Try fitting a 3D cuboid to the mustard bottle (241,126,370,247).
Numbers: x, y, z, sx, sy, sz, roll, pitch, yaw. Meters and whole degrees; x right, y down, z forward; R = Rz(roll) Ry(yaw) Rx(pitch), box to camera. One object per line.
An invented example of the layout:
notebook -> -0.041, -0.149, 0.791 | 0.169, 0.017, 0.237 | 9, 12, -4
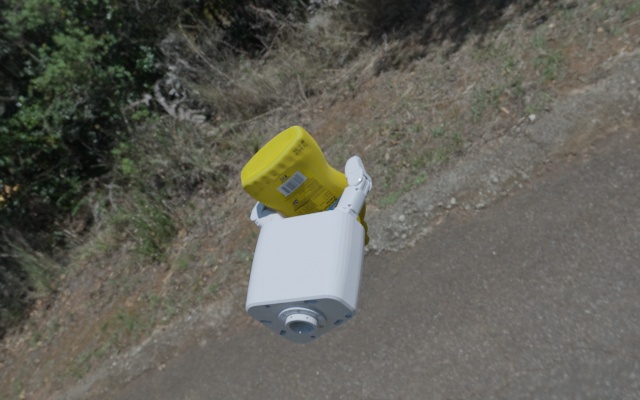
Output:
mustard bottle -> 0.000, 0.002, 0.590 | 0.192, 0.096, 0.058 | 42, 14, -33
